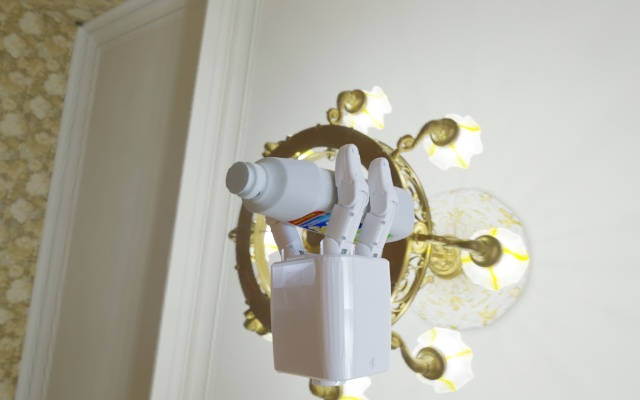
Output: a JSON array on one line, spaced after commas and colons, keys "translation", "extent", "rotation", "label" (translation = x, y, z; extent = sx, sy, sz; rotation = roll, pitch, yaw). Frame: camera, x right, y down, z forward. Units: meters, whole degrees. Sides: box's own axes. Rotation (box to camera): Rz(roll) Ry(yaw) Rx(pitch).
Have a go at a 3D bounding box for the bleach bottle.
[{"translation": [0.000, 0.002, 0.496], "extent": [0.102, 0.068, 0.251], "rotation": [-11, -15, 36], "label": "bleach bottle"}]
